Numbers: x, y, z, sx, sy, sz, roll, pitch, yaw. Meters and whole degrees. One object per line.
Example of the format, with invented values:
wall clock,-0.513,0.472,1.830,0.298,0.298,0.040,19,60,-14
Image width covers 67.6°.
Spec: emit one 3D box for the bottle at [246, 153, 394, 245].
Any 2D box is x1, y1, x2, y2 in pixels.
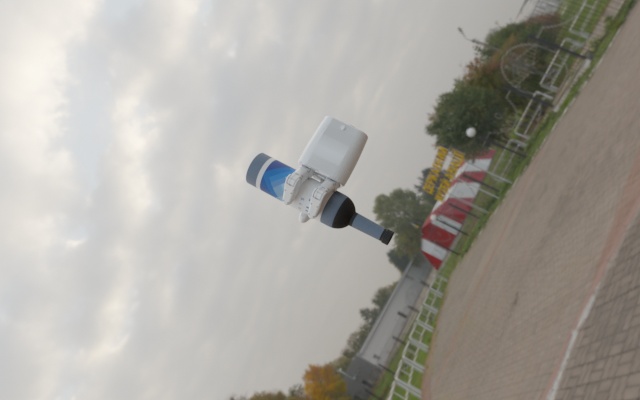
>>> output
bottle,0.000,0.003,0.894,0.295,0.069,0.069,28,7,14
